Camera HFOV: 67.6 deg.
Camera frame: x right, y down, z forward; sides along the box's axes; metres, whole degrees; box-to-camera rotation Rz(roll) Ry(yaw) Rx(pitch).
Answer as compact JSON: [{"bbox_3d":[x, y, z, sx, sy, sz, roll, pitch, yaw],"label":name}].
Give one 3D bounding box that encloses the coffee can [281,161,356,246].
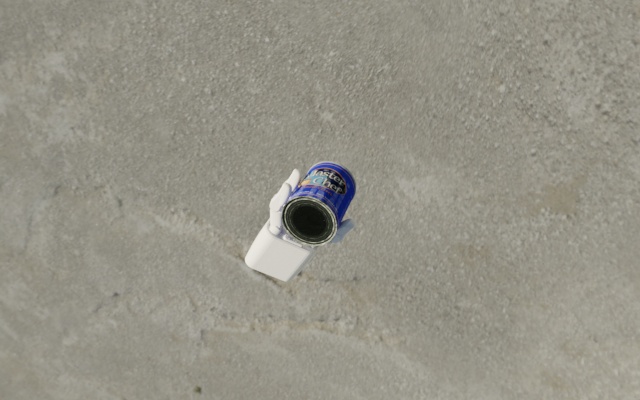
[{"bbox_3d":[0.000,0.003,0.877,0.103,0.103,0.140,0,30,20],"label":"coffee can"}]
